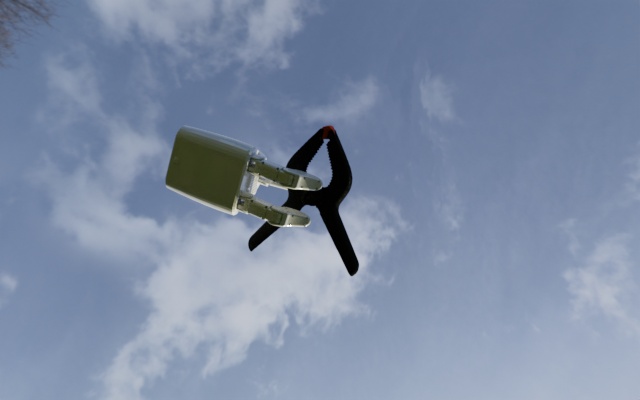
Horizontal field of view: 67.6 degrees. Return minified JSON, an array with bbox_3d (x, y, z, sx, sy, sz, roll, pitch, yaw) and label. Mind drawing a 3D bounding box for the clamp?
[{"bbox_3d":[0.000,0.001,0.673,0.164,0.210,0.036,19,14,4],"label":"clamp"}]
